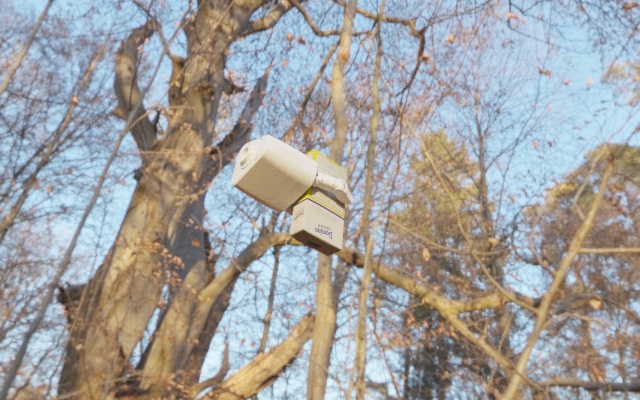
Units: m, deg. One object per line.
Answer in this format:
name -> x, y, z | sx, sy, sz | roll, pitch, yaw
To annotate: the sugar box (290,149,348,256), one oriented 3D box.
sugar box -> 0.000, 0.003, 0.870 | 0.093, 0.176, 0.048 | 31, -39, -30
